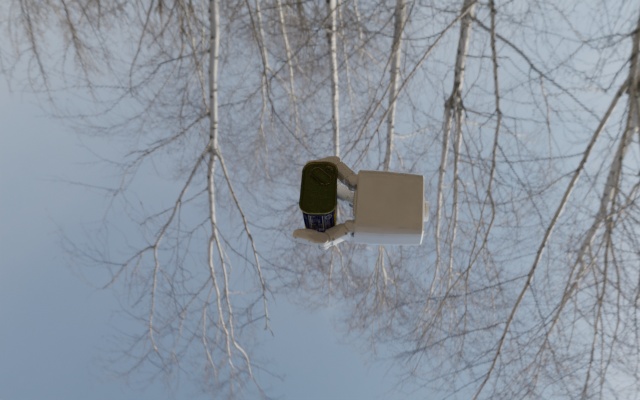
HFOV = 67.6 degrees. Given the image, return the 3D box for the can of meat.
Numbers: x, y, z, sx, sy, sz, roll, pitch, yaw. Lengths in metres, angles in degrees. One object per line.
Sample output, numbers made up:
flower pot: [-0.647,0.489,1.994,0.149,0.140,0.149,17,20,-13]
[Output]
can of meat: [0.000,0.003,0.770,0.057,0.102,0.084,0,-36,5]
